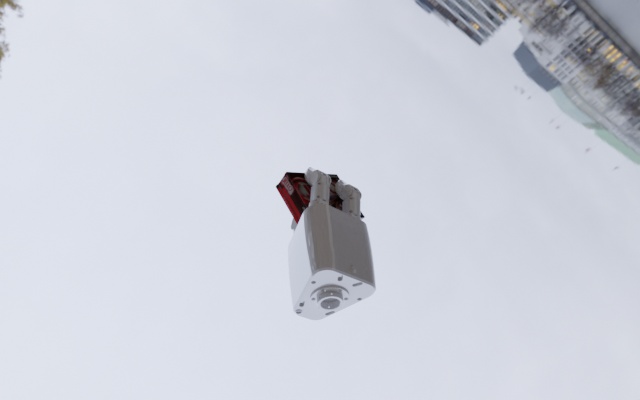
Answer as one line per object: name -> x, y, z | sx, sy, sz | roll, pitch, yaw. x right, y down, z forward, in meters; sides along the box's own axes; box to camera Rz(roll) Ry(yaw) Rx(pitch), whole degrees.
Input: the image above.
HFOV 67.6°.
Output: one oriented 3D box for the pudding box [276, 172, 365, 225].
pudding box -> 0.000, 0.002, 0.711 | 0.113, 0.090, 0.039 | 1, -40, -48
